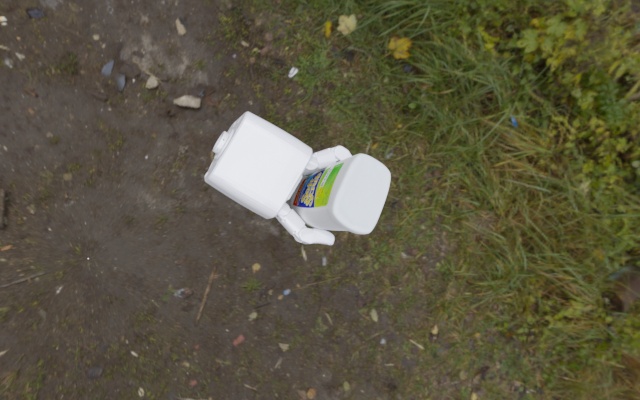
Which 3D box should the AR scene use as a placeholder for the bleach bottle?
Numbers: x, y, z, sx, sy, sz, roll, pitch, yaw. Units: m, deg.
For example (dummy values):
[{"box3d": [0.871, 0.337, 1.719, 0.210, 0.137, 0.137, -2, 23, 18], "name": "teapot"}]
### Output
[{"box3d": [0.000, 0.002, 0.700, 0.068, 0.102, 0.251, 30, -18, -20], "name": "bleach bottle"}]
